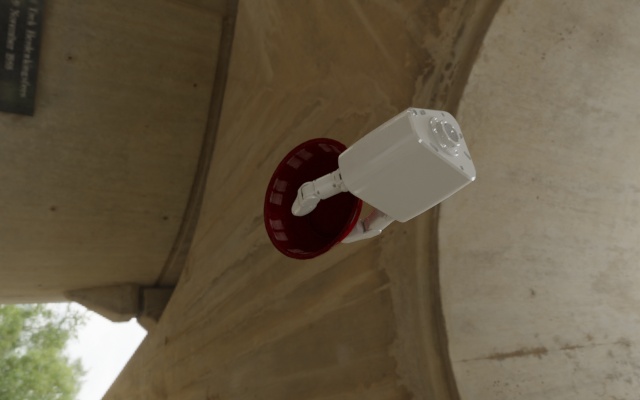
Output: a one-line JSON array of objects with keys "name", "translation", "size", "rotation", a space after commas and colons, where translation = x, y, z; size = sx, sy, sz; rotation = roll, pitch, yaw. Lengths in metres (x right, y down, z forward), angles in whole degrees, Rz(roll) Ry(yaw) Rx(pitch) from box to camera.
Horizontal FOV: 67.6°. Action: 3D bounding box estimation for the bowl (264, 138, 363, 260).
[{"name": "bowl", "translation": [-0.001, 0.002, 0.631], "size": [0.162, 0.162, 0.055], "rotation": [0, -15, 40]}]
